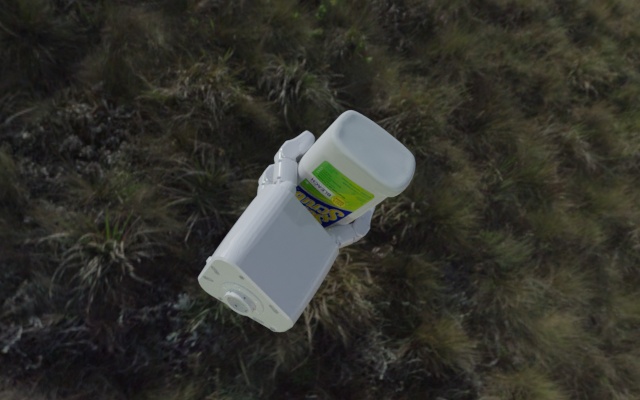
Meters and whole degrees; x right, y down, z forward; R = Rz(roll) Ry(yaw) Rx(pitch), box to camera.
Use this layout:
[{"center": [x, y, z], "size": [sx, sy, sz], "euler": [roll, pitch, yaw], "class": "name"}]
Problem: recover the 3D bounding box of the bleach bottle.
[{"center": [0.000, 0.002, 0.579], "size": [0.102, 0.068, 0.251], "euler": [37, -38, -6], "class": "bleach bottle"}]
